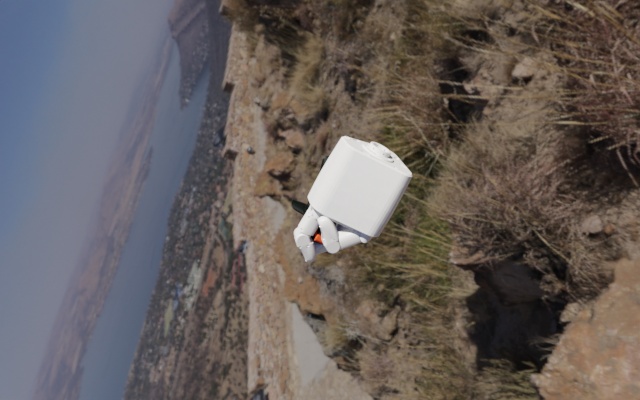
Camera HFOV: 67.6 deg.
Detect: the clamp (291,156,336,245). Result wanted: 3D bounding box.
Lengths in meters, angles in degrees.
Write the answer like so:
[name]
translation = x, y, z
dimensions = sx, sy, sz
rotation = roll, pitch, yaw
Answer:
[clamp]
translation = 0.000, 0.003, 0.774
dimensions = 0.039, 0.120, 0.171
rotation = 18, 23, -24
